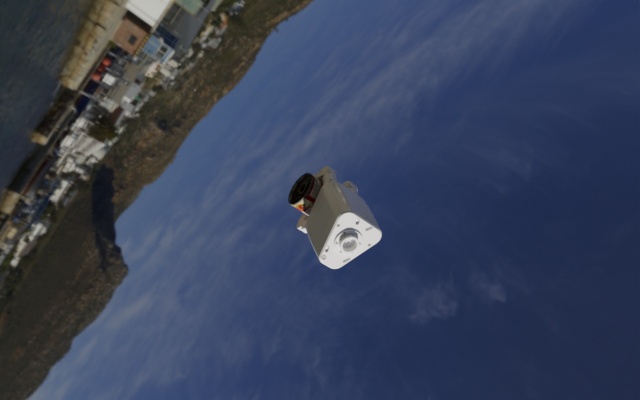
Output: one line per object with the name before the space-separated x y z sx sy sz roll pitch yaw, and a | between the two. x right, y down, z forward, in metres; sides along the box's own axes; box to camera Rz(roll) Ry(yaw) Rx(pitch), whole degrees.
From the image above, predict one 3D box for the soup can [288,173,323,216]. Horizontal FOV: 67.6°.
soup can | 0.000 0.003 0.894 0.102 0.068 0.068 33 -16 -27
